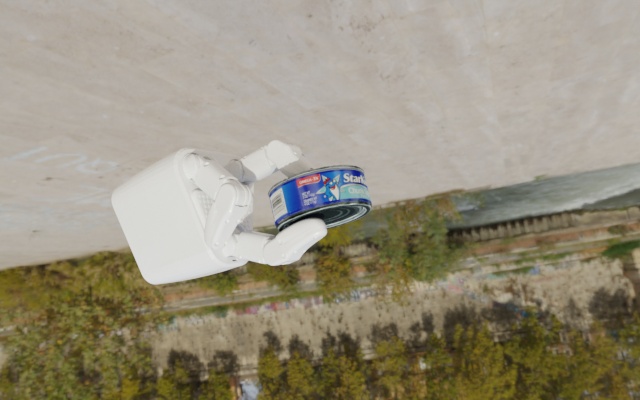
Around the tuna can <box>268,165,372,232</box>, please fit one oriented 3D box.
[{"bbox_3d":[0.000,0.002,0.410,0.086,0.033,0.086,-12,-15,-3],"label":"tuna can"}]
